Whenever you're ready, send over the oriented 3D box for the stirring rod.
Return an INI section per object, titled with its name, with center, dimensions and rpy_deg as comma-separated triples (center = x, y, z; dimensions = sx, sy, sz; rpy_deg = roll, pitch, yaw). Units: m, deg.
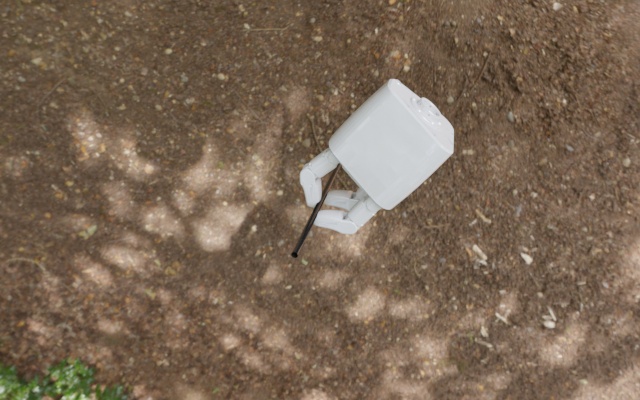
[stirring rod]
center = 0.000, 0.002, 0.636
dimensions = 0.011, 0.011, 0.239
rpy_deg = 0, 30, 16
